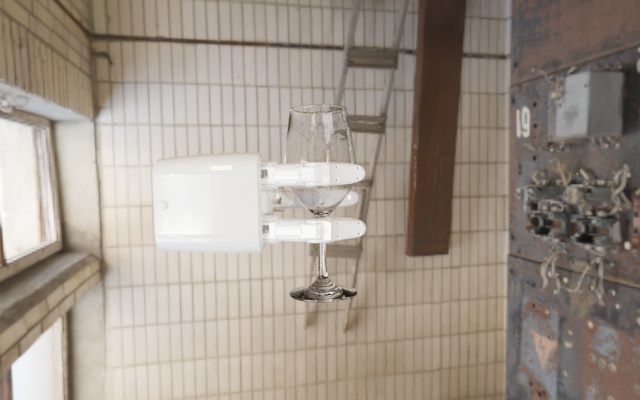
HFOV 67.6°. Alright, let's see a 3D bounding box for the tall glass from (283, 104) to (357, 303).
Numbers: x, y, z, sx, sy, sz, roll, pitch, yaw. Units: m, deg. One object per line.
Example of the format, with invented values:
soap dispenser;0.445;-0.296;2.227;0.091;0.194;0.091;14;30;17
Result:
tall glass;0.000;0.002;0.513;0.079;0.201;0.079;-1;3;0
